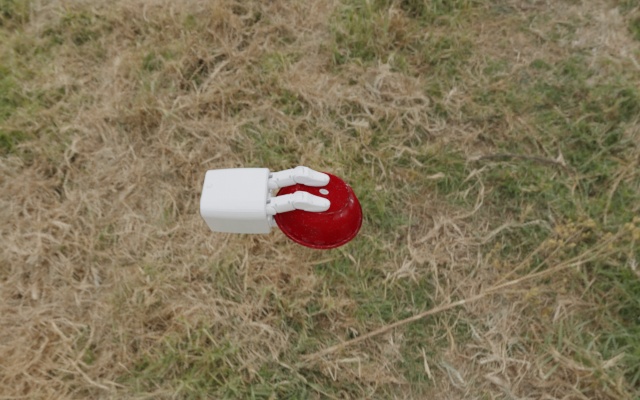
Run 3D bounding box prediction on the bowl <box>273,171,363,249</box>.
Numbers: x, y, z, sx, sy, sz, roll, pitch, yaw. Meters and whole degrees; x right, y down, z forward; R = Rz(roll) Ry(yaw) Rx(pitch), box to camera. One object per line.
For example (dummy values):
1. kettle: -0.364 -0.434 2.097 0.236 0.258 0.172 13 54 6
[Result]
1. bowl: 0.001 0.002 0.823 0.162 0.162 0.055 0 -38 -12
